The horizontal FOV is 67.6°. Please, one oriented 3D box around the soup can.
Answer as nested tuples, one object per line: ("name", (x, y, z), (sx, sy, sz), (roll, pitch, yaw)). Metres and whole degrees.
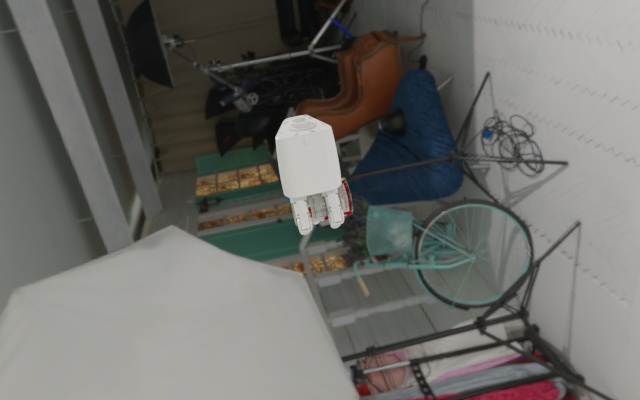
("soup can", (0.000, 0.003, 0.848), (0.102, 0.068, 0.068), (-12, 1, -6))
